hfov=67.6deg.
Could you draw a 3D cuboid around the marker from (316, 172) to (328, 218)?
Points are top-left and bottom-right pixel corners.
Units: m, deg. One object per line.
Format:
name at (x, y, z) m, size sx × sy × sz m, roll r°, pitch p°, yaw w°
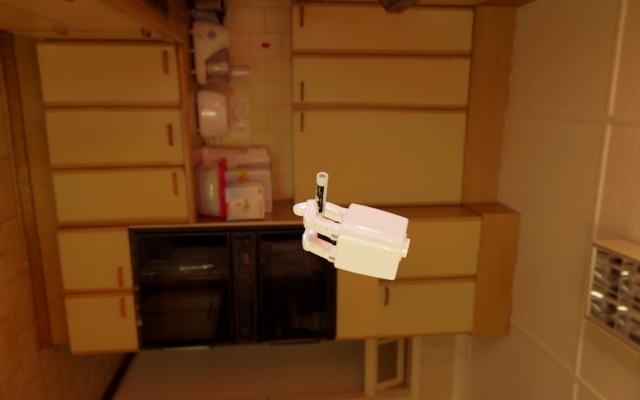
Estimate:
marker at (0.000, 0.003, 0.839) m, size 0.020 × 0.121 × 0.020 m, roll 3°, pitch 42°, yaw -2°
